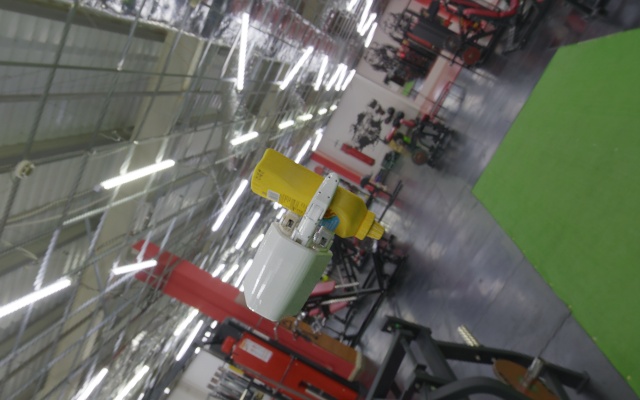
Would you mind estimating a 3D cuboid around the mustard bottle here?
[{"bbox_3d":[0.000,0.002,0.658,0.191,0.058,0.096,28,-23,1],"label":"mustard bottle"}]
